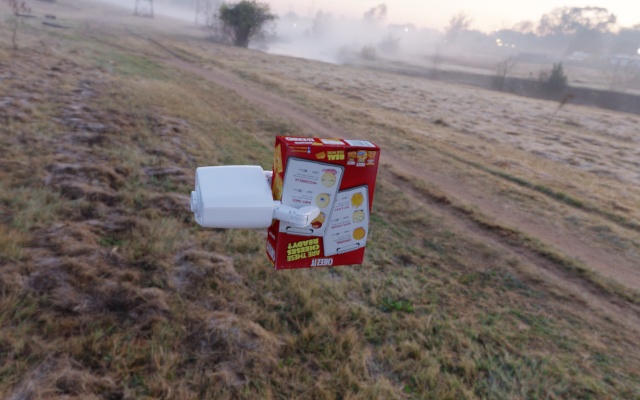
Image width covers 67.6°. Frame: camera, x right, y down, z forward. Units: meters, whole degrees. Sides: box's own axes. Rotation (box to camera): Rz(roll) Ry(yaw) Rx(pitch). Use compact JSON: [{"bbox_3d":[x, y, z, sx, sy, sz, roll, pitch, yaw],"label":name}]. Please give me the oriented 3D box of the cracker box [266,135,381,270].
[{"bbox_3d":[0.000,0.003,0.805,0.164,0.214,0.072,-1,21,-21],"label":"cracker box"}]
